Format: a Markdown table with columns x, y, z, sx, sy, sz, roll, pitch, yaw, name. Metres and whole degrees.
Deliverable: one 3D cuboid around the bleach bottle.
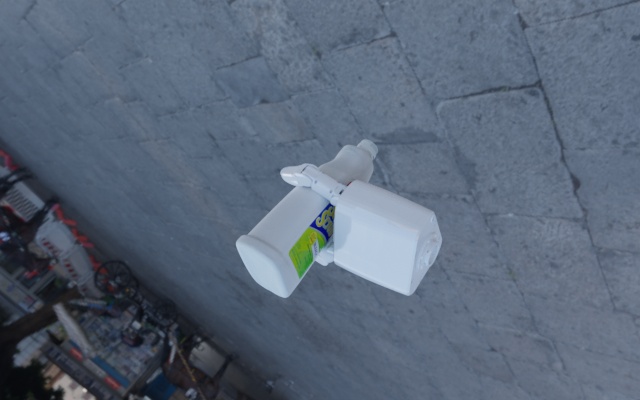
| x | y | z | sx | sy | sz | roll | pitch | yaw | name |
| --- | --- | --- | --- | --- | --- | --- | --- | --- | --- |
| 0.000 | 0.002 | 0.631 | 0.068 | 0.250 | 0.103 | 23 | -32 | 28 | bleach bottle |
